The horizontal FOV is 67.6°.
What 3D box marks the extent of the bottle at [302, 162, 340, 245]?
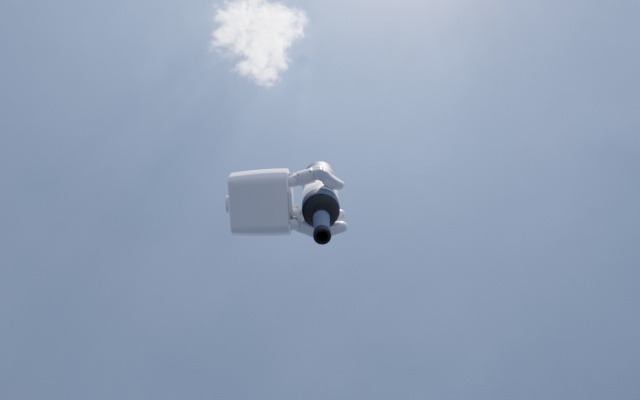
[{"bbox_3d":[0.000,0.003,0.857,0.069,0.069,0.295,0,21,-1],"label":"bottle"}]
